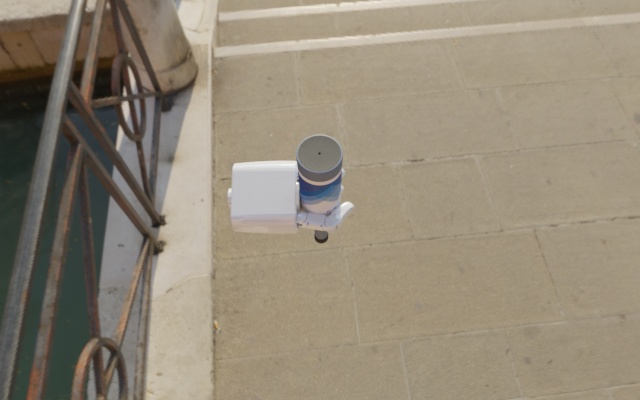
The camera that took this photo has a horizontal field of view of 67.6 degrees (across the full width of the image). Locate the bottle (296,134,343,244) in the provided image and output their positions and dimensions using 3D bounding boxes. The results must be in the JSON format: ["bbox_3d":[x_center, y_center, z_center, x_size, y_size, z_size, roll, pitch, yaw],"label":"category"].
[{"bbox_3d":[0.000,0.003,0.804,0.069,0.069,0.296,0,-28,1],"label":"bottle"}]
